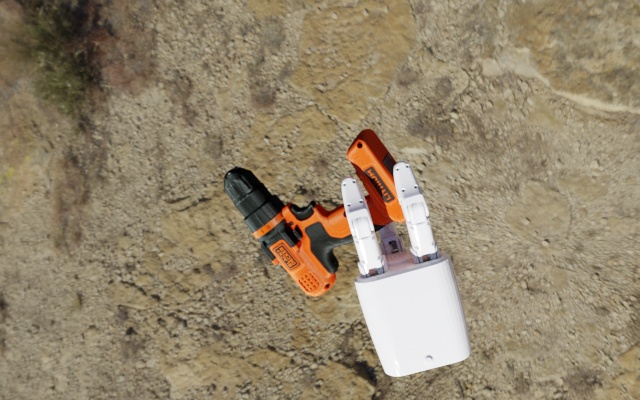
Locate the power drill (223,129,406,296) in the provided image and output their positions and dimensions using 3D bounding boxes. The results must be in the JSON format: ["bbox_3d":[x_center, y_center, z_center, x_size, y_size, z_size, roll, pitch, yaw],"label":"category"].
[{"bbox_3d":[0.001,0.002,0.541,0.188,0.184,0.057,-34,10,28],"label":"power drill"}]
